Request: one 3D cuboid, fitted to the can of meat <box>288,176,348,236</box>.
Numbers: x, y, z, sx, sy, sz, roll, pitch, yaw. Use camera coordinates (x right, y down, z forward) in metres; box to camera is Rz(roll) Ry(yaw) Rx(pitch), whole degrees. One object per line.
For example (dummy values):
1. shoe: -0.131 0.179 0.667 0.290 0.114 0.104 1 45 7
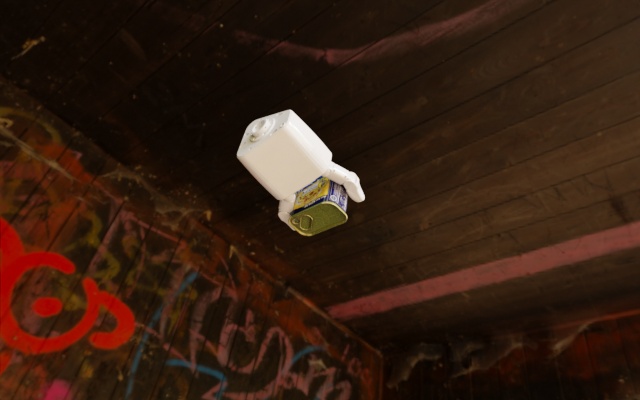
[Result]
1. can of meat: 0.000 0.002 0.825 0.102 0.084 0.057 -24 -52 33
